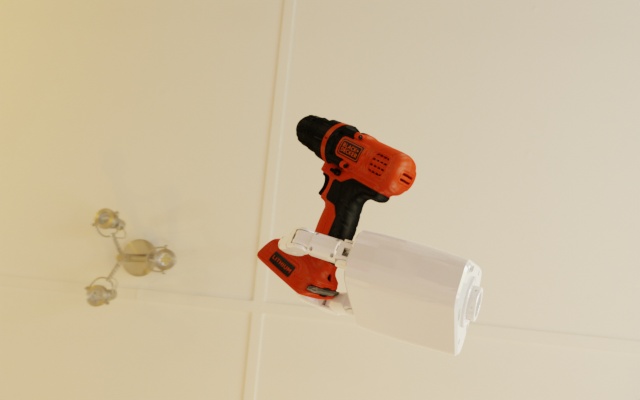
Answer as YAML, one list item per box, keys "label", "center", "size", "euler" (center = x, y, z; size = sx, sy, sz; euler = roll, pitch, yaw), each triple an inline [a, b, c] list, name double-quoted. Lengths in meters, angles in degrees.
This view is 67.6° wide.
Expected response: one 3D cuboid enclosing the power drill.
- label: "power drill"
  center: [0.000, 0.002, 0.545]
  size: [0.057, 0.187, 0.184]
  euler: [20, 9, -43]
